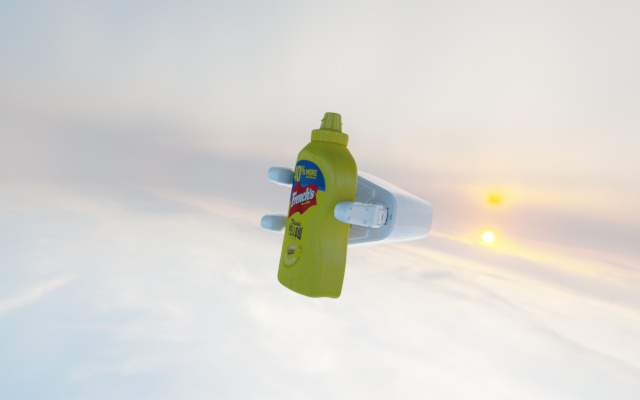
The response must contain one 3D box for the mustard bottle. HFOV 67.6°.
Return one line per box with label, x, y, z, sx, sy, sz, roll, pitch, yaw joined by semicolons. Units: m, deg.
mustard bottle;0.000;0.002;0.513;0.058;0.191;0.096;8;1;-27
